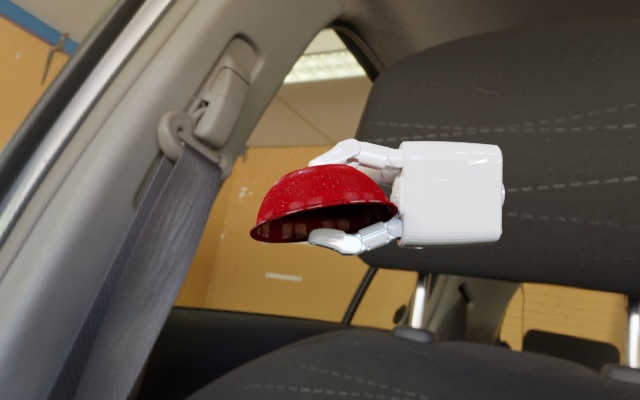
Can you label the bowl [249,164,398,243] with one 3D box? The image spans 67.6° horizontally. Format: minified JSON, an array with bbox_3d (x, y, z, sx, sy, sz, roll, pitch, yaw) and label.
[{"bbox_3d":[-0.001,0.001,0.520,0.162,0.055,0.162,-10,-15,-3],"label":"bowl"}]
